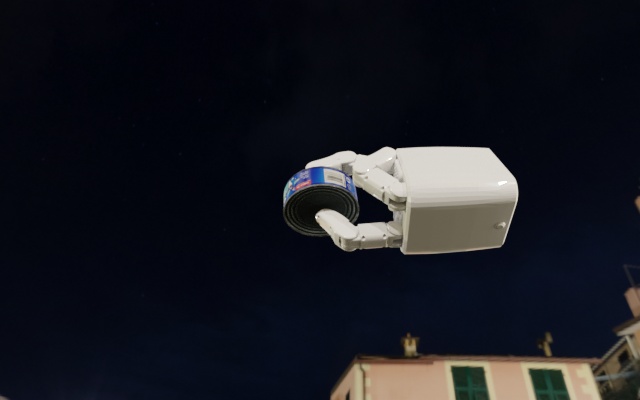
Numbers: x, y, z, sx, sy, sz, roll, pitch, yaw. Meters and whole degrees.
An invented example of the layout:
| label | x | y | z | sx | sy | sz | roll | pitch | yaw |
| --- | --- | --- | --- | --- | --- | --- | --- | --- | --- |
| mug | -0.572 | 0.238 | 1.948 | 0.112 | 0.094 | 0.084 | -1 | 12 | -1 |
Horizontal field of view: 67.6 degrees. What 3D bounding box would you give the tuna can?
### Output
| label | x | y | z | sx | sy | sz | roll | pitch | yaw |
| --- | --- | --- | --- | --- | --- | --- | --- | --- | --- |
| tuna can | 0.000 | 0.001 | 0.548 | 0.086 | 0.033 | 0.086 | -2 | -44 | -2 |
